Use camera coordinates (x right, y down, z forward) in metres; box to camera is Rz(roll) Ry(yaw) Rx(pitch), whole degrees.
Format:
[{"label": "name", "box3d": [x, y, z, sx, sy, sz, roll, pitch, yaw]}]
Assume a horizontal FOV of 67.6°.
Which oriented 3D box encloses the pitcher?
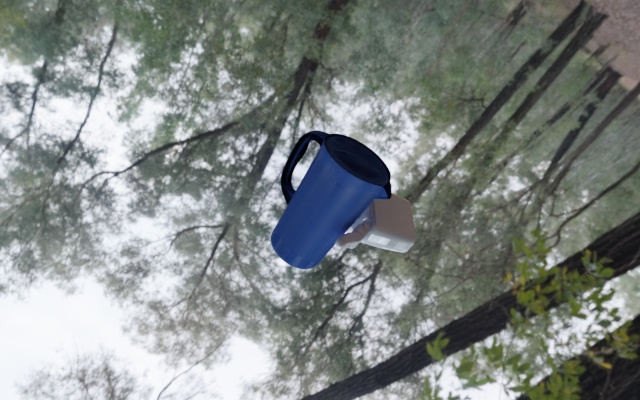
[{"label": "pitcher", "box3d": [0.000, 0.003, 0.861, 0.145, 0.243, 0.149, 16, 35, -30]}]
